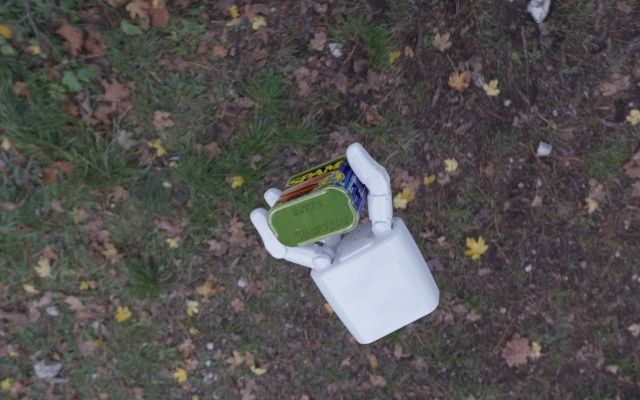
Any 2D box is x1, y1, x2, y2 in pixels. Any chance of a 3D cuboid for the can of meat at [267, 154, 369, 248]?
[{"bbox_3d":[0.000,0.002,0.517,0.102,0.057,0.084,-20,19,23],"label":"can of meat"}]
